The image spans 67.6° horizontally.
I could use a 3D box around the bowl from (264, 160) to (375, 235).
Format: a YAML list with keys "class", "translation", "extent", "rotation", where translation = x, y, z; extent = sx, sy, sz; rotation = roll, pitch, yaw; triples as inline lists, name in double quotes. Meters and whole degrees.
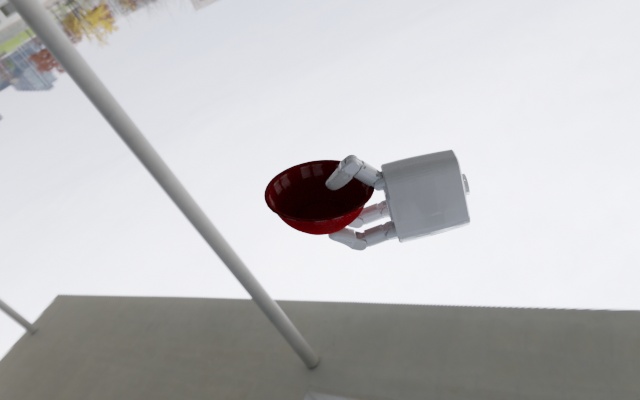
- class: "bowl"
  translation: [-0.001, 0.003, 0.708]
  extent: [0.162, 0.055, 0.162]
  rotation: [-4, 35, 3]
